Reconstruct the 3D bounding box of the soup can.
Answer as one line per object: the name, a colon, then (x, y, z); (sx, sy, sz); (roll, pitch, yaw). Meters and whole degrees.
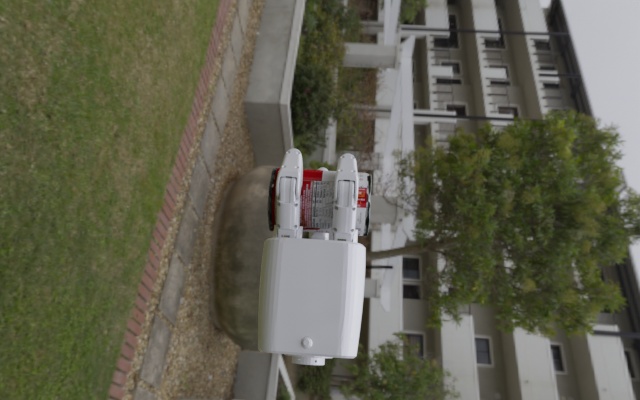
soup can: (0.000, 0.001, 0.502); (0.102, 0.068, 0.068); (3, 0, 3)
